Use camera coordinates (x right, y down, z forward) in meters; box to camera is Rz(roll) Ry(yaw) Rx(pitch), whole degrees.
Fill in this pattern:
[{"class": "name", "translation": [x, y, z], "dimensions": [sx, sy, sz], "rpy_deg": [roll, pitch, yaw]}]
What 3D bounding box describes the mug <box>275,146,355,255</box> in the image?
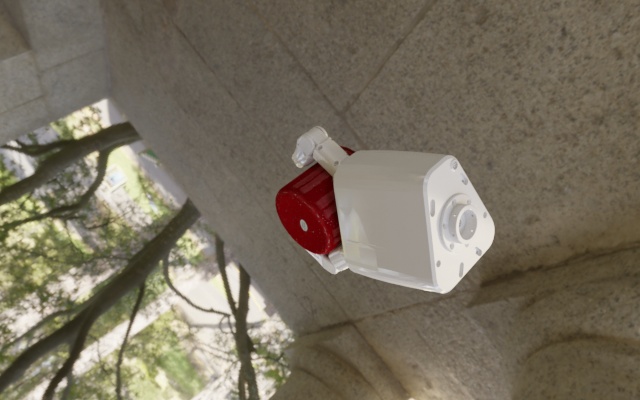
[{"class": "mug", "translation": [-0.001, 0.002, 0.509], "dimensions": [0.081, 0.093, 0.117], "rpy_deg": [-38, 26, -30]}]
